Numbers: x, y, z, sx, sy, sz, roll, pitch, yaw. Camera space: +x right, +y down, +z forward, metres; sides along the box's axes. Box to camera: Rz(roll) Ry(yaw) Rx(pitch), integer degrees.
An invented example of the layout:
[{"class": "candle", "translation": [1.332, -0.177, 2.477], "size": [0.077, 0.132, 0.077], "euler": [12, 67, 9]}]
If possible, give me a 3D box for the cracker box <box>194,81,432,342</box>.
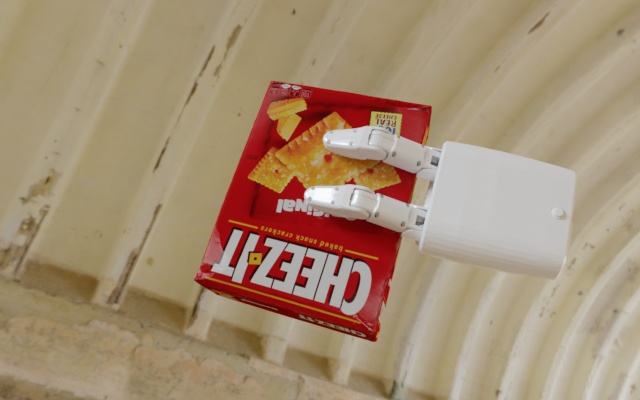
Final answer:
[{"class": "cracker box", "translation": [0.000, 0.001, 0.448], "size": [0.164, 0.213, 0.072], "euler": [13, -19, 14]}]
